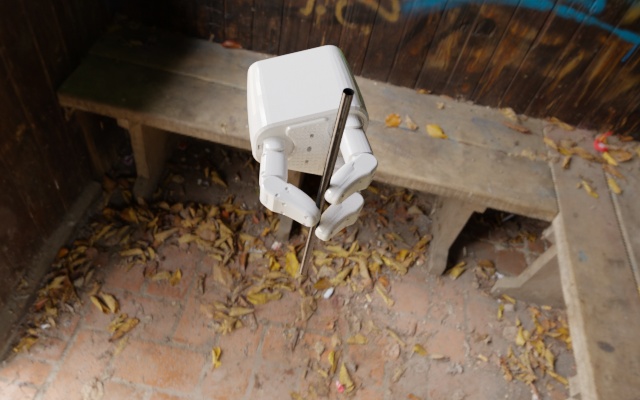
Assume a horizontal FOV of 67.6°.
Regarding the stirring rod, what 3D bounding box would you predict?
[{"bbox_3d":[0.000,0.001,0.412,0.011,0.011,0.240,0,-38,-11],"label":"stirring rod"}]
